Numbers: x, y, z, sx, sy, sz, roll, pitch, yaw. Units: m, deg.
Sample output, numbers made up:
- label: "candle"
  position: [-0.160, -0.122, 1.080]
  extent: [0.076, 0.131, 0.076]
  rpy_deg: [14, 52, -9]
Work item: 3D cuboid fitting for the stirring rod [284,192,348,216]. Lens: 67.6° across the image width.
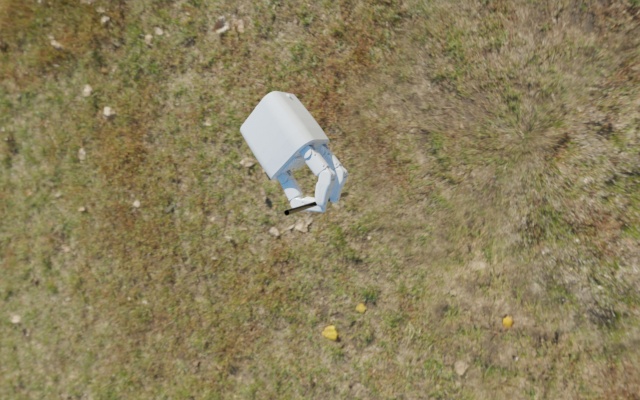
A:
- label: "stirring rod"
  position: [0.000, 0.003, 0.775]
  extent: [0.011, 0.011, 0.239]
  rpy_deg: [0, 7, 23]
